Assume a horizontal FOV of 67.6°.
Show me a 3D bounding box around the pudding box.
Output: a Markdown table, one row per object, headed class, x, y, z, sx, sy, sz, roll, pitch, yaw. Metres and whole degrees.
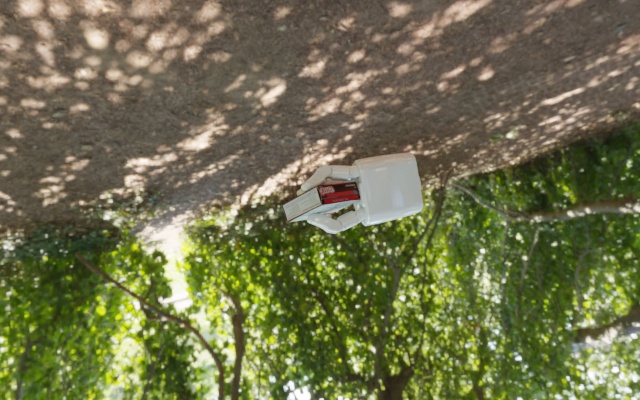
| class | x | y | z | sx | sy | sz | roll | pitch | yaw |
| --- | --- | --- | --- | --- | --- | --- | --- | --- | --- |
| pudding box | 0.000 | 0.003 | 0.832 | 0.090 | 0.039 | 0.113 | -6 | -15 | -39 |
